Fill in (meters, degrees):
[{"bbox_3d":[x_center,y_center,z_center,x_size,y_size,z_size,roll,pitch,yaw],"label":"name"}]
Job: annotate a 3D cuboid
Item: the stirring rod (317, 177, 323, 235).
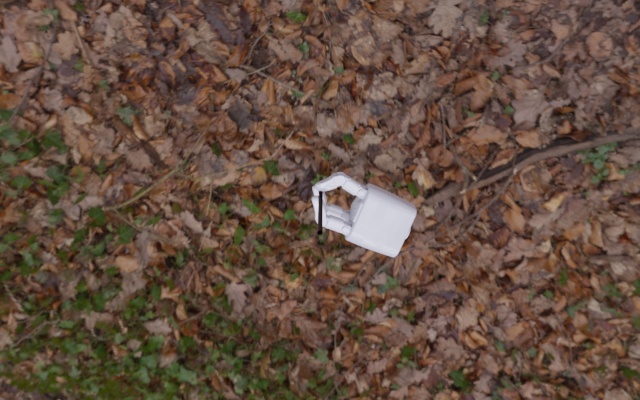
[{"bbox_3d":[0.000,0.003,0.866,0.011,0.011,0.239,0,24,1],"label":"stirring rod"}]
